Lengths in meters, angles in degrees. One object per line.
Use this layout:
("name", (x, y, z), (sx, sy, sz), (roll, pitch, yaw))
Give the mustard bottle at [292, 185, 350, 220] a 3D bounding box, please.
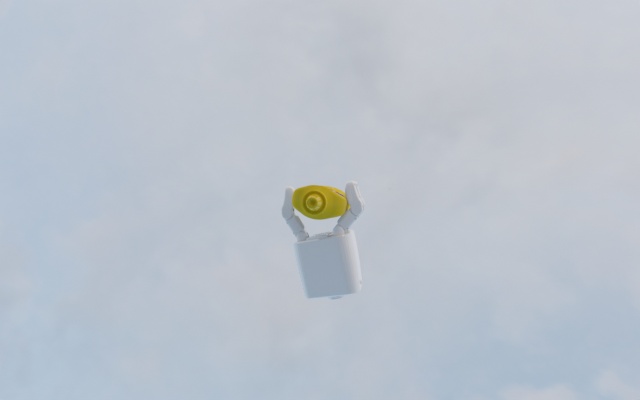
("mustard bottle", (0.000, 0.002, 0.845), (0.096, 0.058, 0.191), (13, 3, 8))
